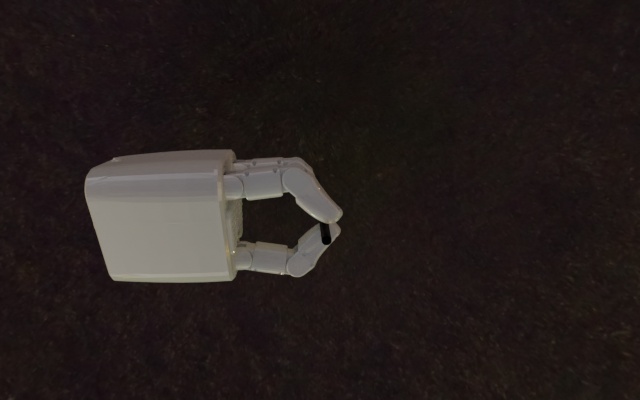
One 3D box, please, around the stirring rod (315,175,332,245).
[{"bbox_3d":[0.000,0.002,0.491,0.011,0.011,0.239,0,14,-2],"label":"stirring rod"}]
